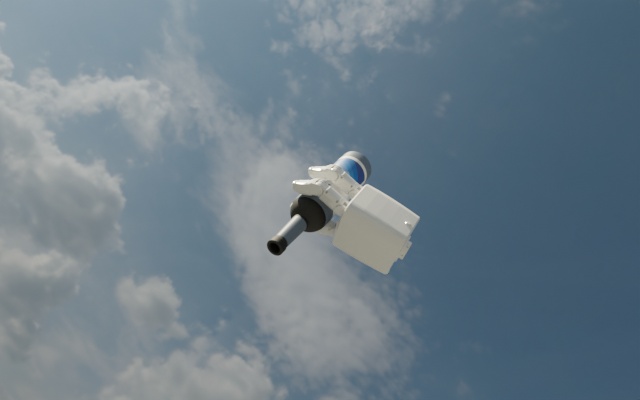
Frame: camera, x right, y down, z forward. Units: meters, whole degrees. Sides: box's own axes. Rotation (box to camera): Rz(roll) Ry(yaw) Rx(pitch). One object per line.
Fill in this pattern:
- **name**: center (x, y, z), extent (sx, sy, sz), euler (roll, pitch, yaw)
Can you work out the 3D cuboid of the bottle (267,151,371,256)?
- **bottle**: center (0.000, 0.003, 0.815), extent (0.069, 0.069, 0.295), euler (0, 27, 32)
